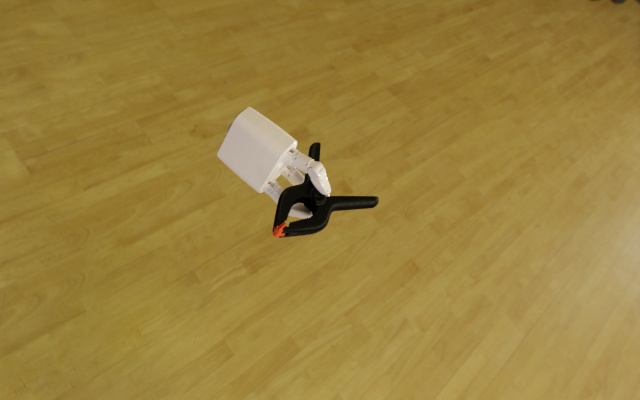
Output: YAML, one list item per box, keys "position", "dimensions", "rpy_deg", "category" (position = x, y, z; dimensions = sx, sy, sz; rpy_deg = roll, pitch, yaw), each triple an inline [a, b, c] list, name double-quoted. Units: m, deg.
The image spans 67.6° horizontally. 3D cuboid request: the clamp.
- position: [0.000, 0.002, 0.832]
  dimensions: [0.210, 0.164, 0.036]
  rpy_deg: [-50, -5, -37]
  category: "clamp"
